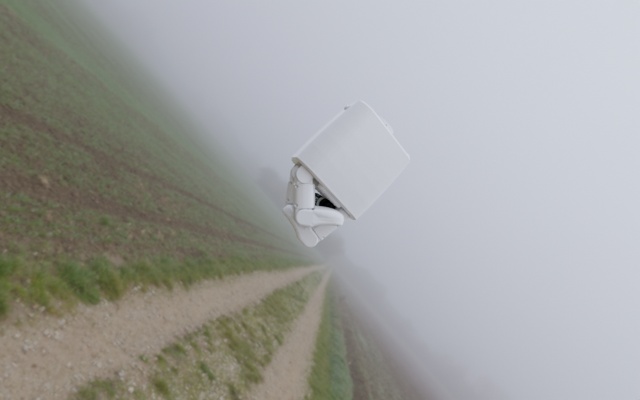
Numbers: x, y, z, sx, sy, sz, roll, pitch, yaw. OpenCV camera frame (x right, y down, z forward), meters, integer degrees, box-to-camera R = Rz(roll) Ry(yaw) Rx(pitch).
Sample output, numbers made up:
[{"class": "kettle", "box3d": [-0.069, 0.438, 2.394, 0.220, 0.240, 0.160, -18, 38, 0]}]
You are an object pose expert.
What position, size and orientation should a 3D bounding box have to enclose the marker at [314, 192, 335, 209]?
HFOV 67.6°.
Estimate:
[{"class": "marker", "box3d": [0.000, 0.002, 0.642, 0.020, 0.020, 0.121, 0, 5, -9]}]
